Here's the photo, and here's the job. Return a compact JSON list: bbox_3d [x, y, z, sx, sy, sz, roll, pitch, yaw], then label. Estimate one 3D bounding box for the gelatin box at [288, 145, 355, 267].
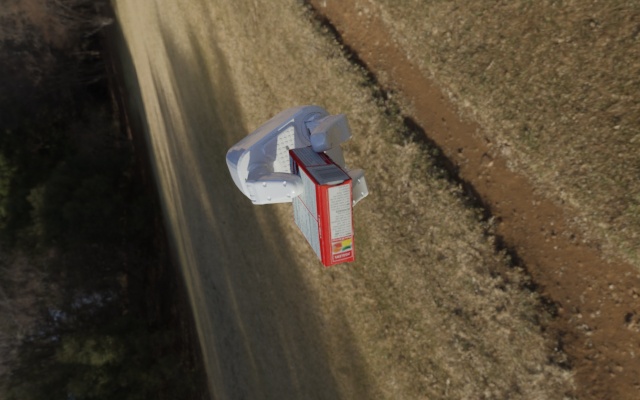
[{"bbox_3d":[0.000,0.002,0.402,0.030,0.073,0.089,-11,27,-15],"label":"gelatin box"}]
